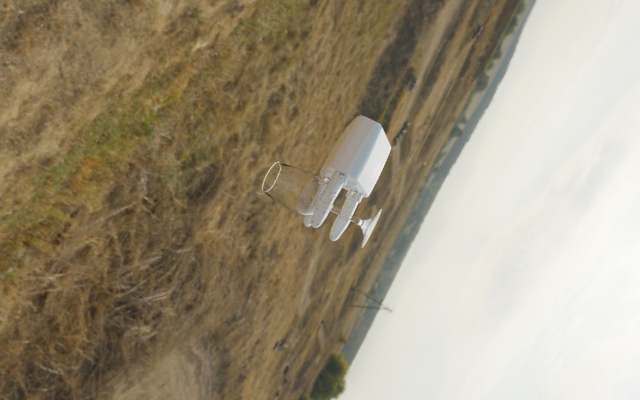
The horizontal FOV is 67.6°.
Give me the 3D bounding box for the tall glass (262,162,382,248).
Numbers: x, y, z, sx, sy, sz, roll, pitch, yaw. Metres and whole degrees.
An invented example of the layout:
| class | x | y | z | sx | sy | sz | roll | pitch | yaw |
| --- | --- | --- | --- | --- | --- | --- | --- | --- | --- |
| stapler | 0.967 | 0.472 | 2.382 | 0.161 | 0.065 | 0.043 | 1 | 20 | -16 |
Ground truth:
| class | x | y | z | sx | sy | sz | roll | pitch | yaw |
| --- | --- | --- | --- | --- | --- | --- | --- | --- | --- |
| tall glass | 0.001 | 0.003 | 0.828 | 0.201 | 0.079 | 0.079 | 27 | 5 | 10 |
